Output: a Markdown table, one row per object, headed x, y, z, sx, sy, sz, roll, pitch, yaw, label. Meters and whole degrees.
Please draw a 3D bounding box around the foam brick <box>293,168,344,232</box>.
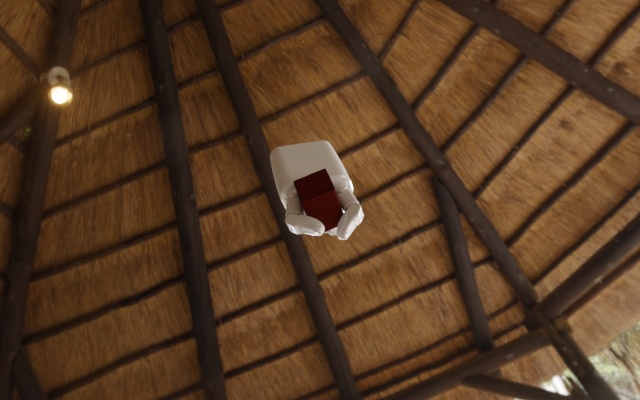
| x | y | z | sx | sy | sz | roll | pitch | yaw | label |
| --- | --- | --- | --- | --- | --- | --- | --- | --- | --- |
| 0.000 | 0.002 | 0.702 | 0.053 | 0.051 | 0.078 | -22 | -45 | 0 | foam brick |
